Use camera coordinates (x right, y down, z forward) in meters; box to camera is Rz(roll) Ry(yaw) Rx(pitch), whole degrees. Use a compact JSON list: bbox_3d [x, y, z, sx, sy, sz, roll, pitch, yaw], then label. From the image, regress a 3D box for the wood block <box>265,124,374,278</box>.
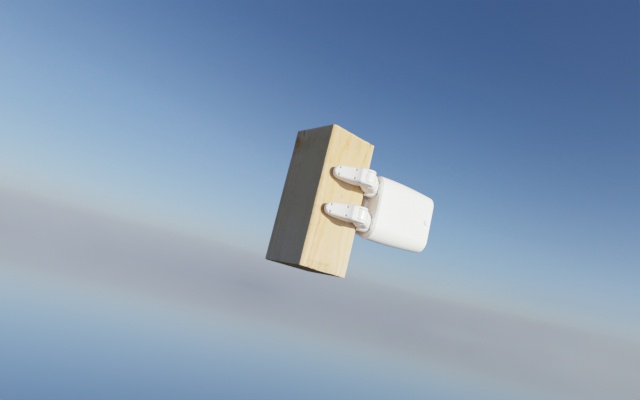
[{"bbox_3d":[0.000,0.002,0.721,0.090,0.206,0.091,22,-15,-37],"label":"wood block"}]
